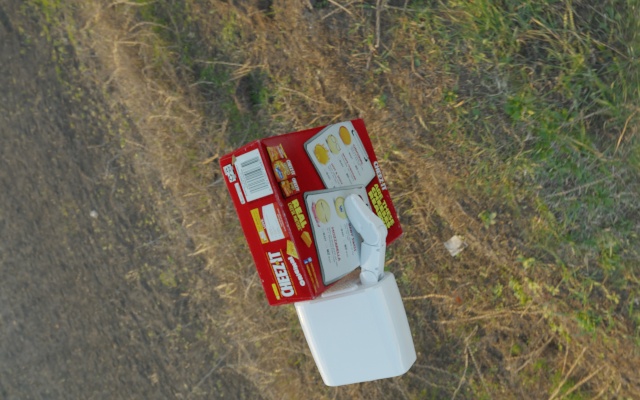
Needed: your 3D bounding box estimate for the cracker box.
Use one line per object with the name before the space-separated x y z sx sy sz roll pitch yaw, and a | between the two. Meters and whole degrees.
cracker box | 0.000 0.002 0.552 0.072 0.164 0.213 -17 4 35
